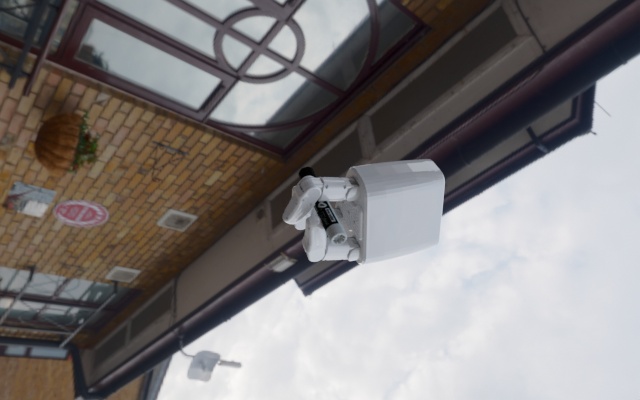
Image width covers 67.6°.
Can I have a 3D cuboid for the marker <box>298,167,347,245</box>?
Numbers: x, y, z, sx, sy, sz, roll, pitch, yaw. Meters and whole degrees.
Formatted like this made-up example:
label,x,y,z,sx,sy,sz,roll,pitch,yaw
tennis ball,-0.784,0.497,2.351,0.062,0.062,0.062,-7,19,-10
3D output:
label,x,y,z,sx,sy,sz,roll,pitch,yaw
marker,0.000,0.002,0.540,0.020,0.020,0.121,0,40,-25
